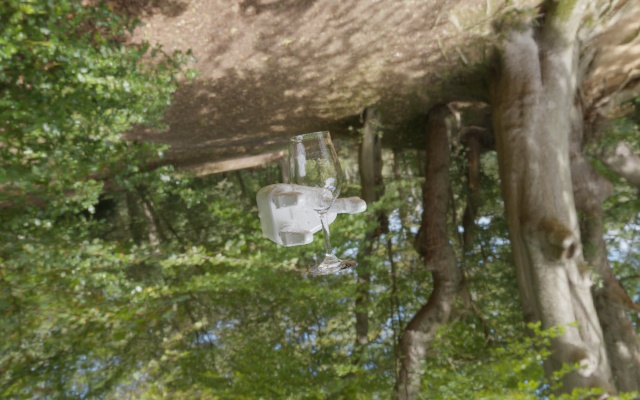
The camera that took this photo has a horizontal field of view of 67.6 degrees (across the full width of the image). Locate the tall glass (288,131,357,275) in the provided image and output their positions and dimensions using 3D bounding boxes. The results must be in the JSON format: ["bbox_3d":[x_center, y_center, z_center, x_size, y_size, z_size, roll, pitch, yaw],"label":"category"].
[{"bbox_3d":[0.000,0.003,0.704,0.079,0.201,0.079,-10,5,1],"label":"tall glass"}]
